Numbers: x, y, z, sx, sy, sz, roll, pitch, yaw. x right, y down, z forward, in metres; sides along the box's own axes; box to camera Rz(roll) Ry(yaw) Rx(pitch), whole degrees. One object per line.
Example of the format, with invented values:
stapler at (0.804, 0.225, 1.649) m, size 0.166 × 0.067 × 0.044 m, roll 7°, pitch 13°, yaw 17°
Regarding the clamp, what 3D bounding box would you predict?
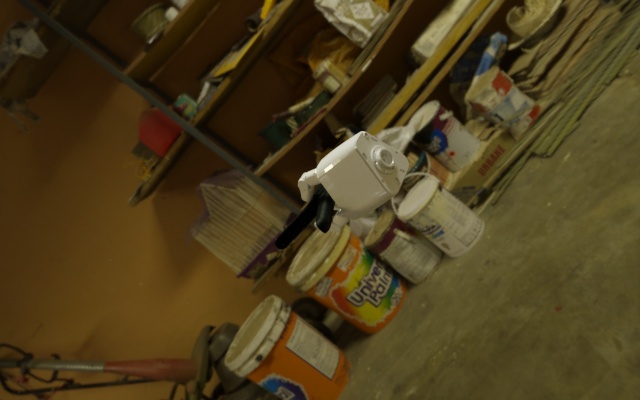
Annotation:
clamp at (0.000, 0.002, 0.878) m, size 0.164 × 0.036 × 0.210 m, roll -29°, pitch 23°, yaw 47°
